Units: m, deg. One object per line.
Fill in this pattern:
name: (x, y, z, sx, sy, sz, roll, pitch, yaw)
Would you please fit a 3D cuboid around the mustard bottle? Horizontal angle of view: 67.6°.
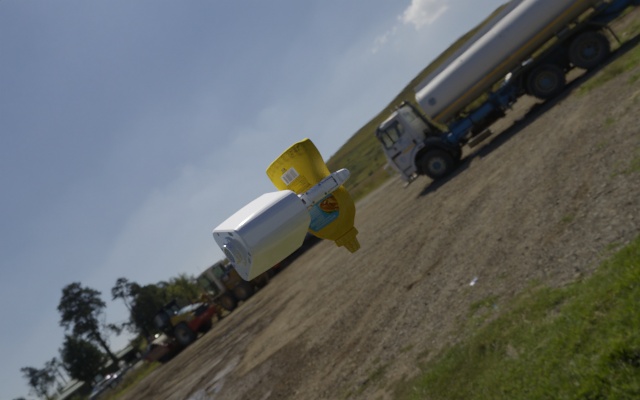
mustard bottle: (0.000, 0.002, 0.761, 0.096, 0.191, 0.058, -37, -2, 37)
